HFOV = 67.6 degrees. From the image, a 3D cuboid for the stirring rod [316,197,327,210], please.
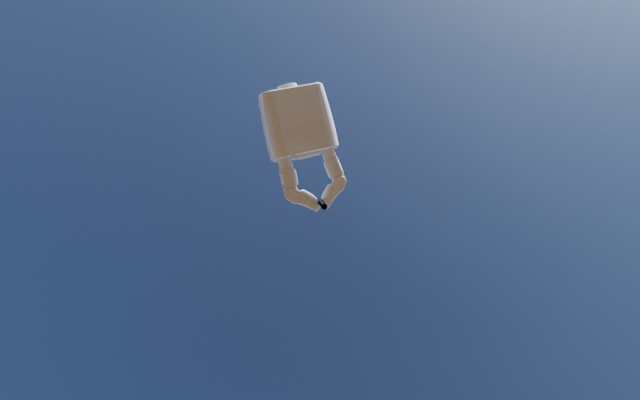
[{"bbox_3d":[0.000,0.002,0.742,0.011,0.011,0.239,0,3,-2],"label":"stirring rod"}]
